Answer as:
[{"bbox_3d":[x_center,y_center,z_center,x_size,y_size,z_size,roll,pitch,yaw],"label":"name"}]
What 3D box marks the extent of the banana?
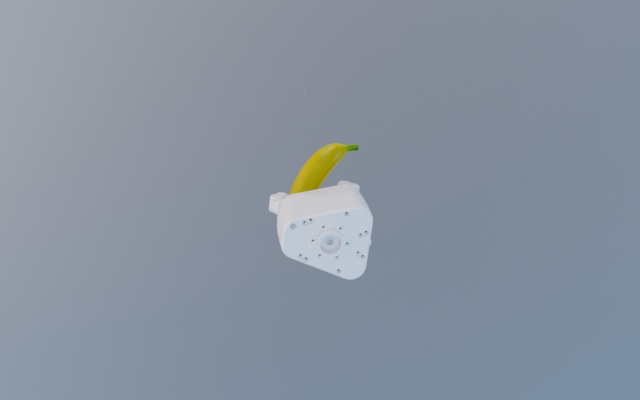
[{"bbox_3d":[-0.013,-0.008,0.710,0.070,0.198,0.037,28,6,-26],"label":"banana"}]
